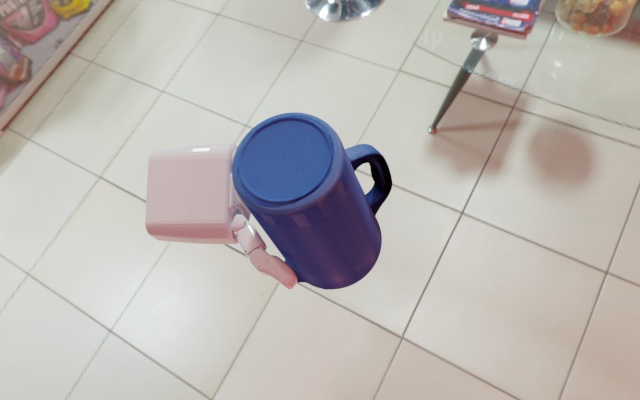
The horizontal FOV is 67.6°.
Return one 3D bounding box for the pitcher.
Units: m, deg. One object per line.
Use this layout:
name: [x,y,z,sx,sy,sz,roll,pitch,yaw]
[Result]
pitcher: [0.000,0.002,0.540,0.145,0.149,0.243,2,-23,13]
